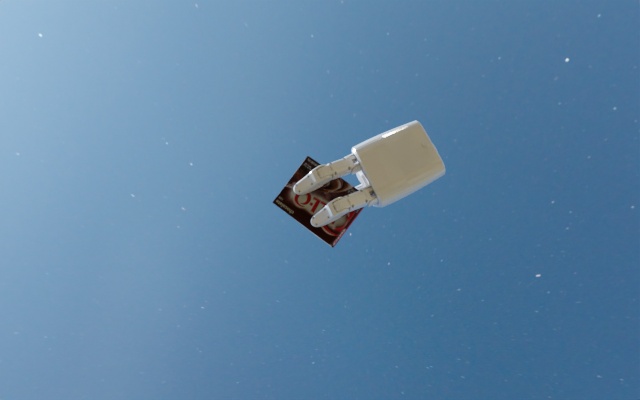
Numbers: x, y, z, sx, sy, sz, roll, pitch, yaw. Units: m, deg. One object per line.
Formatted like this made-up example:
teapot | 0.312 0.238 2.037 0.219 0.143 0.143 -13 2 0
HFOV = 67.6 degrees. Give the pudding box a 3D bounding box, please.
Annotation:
pudding box | 0.000 0.002 0.713 0.113 0.090 0.039 35 -7 16
